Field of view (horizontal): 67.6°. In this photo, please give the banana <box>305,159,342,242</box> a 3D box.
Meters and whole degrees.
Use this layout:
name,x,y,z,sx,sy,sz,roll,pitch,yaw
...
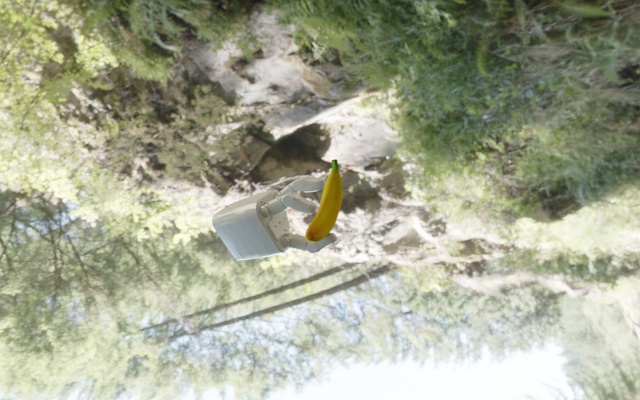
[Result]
name,x,y,z,sx,sy,sz,roll,pitch,yaw
banana,0.008,0.014,0.847,0.037,0.070,0.197,-9,41,24
